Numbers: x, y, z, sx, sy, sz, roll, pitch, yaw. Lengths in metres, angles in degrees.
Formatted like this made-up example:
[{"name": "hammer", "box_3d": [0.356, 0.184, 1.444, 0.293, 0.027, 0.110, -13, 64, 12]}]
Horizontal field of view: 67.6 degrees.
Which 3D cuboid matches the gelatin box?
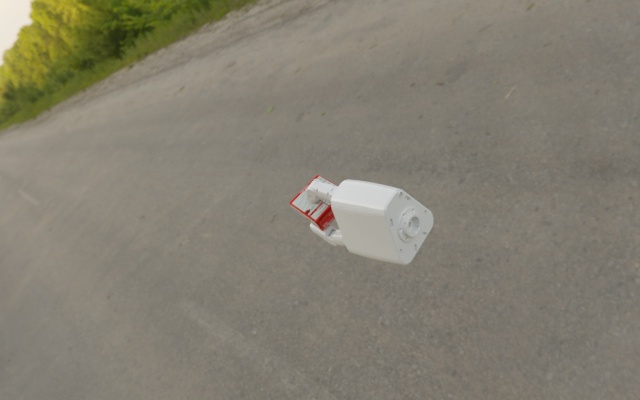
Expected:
[{"name": "gelatin box", "box_3d": [0.000, 0.002, 0.802, 0.089, 0.073, 0.030, 32, -15, 50]}]
